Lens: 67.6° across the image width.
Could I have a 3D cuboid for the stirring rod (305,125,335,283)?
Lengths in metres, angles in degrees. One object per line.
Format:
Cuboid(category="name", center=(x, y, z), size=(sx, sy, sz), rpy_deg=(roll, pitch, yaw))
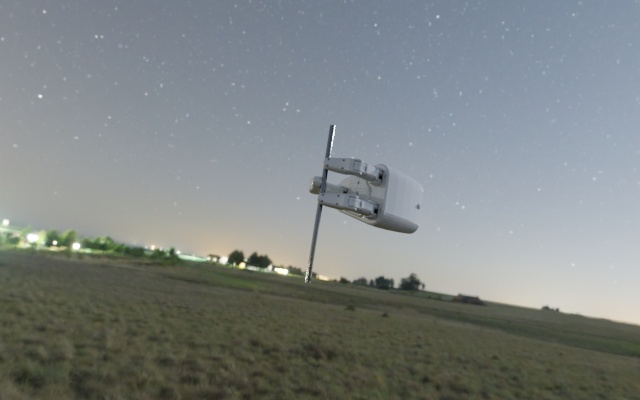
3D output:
Cuboid(category="stirring rod", center=(0.000, 0.002, 0.715), size=(0.011, 0.239, 0.011), rpy_deg=(9, -9, 1))
